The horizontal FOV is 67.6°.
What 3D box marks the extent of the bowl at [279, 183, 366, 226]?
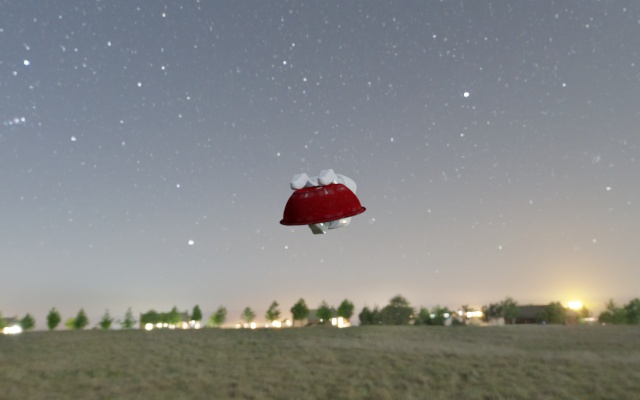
[{"bbox_3d":[0.000,0.003,0.874,0.162,0.055,0.162,-9,7,1],"label":"bowl"}]
